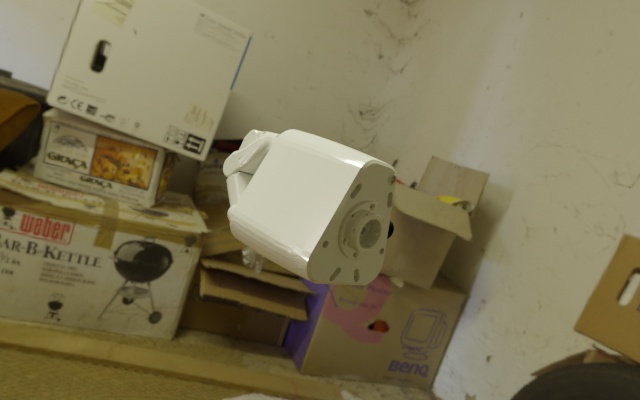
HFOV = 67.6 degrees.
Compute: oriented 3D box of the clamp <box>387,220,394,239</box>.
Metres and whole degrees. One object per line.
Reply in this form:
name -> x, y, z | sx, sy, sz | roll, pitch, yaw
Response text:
clamp -> 0.000, 0.001, 0.522 | 0.171, 0.039, 0.120 | 12, 9, -46
